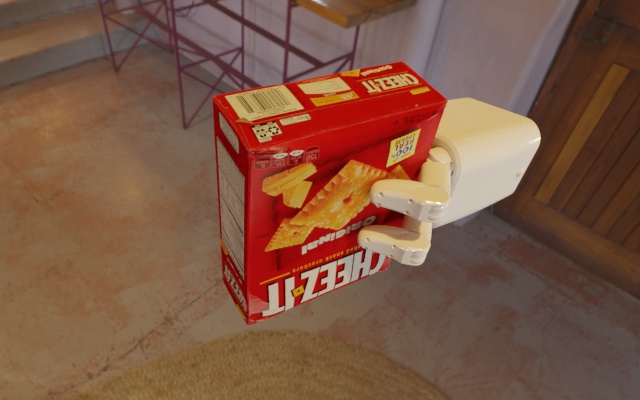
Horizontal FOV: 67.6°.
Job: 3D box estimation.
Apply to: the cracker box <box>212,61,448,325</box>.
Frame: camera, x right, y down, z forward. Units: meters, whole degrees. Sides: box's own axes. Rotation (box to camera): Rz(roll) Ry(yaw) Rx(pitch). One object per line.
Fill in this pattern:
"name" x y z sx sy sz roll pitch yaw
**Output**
"cracker box" 0.000 0.001 0.413 0.164 0.214 0.072 -17 50 -24
